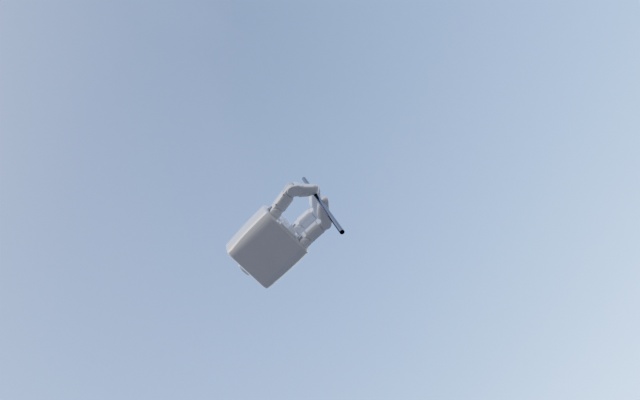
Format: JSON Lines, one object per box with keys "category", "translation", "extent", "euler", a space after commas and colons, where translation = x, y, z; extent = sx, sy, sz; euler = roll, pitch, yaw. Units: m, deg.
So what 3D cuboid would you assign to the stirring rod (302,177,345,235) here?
{"category": "stirring rod", "translation": [0.000, 0.003, 0.828], "extent": [0.011, 0.011, 0.239], "euler": [0, 22, -17]}
